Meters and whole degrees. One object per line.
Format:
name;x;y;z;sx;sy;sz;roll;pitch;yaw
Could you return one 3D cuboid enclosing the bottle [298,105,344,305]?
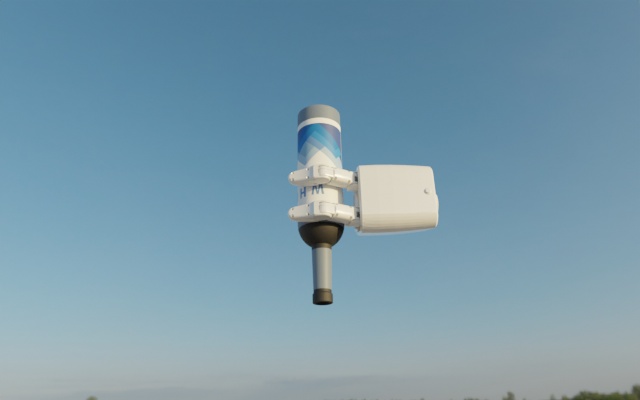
bottle;0.000;0.002;0.692;0.069;0.295;0.069;-1;-24;0
